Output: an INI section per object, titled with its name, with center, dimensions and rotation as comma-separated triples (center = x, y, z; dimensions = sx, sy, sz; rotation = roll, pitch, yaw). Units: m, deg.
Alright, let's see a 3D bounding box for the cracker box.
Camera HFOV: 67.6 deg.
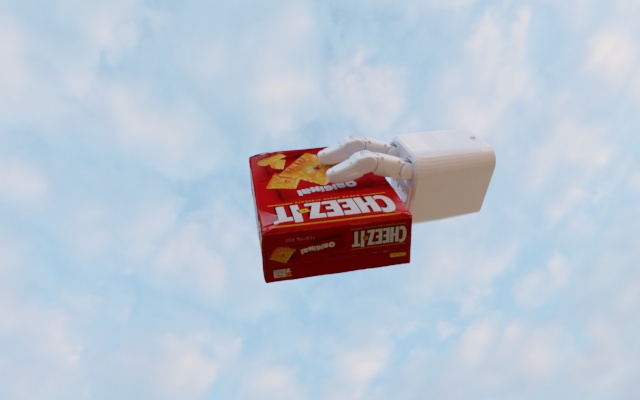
[cracker box]
center = 0.000, 0.002, 0.593
dimensions = 0.164, 0.072, 0.213
rotation = -7, 28, -9
